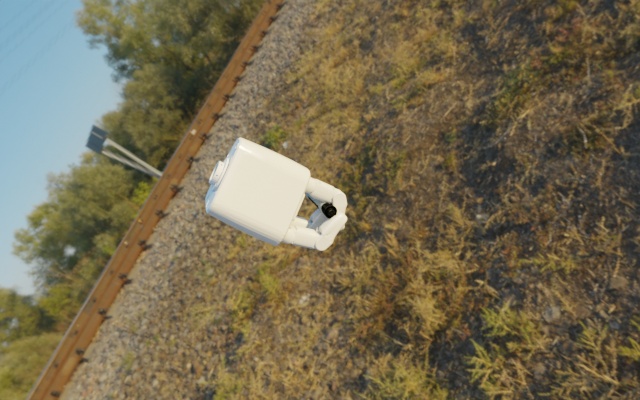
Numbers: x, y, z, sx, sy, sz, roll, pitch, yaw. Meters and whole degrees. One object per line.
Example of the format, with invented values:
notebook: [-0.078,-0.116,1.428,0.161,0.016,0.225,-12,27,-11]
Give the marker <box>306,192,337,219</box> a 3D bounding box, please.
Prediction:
marker: [0.000,0.002,0.699,0.020,0.020,0.121,0,14,-15]
